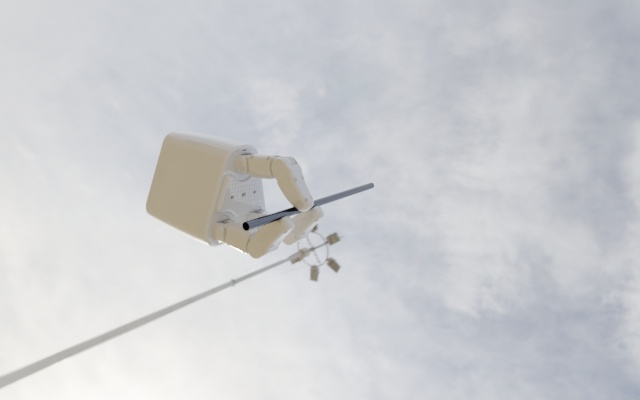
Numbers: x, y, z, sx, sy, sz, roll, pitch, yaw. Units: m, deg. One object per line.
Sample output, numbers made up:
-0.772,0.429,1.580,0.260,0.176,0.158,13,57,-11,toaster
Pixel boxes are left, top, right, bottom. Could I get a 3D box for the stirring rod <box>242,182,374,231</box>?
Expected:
0.000,0.002,0.518,0.011,0.011,0.239,0,10,34,stirring rod
